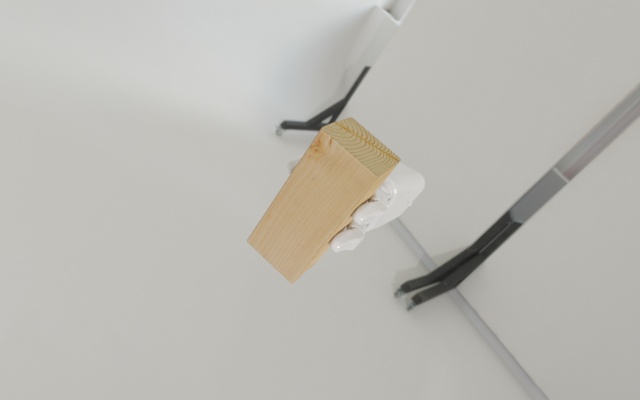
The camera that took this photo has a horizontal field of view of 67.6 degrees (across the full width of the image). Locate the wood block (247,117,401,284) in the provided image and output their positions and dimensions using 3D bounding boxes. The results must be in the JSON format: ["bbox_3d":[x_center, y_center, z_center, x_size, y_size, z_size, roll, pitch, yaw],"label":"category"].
[{"bbox_3d":[0.000,0.002,0.637,0.091,0.206,0.090,42,32,9],"label":"wood block"}]
